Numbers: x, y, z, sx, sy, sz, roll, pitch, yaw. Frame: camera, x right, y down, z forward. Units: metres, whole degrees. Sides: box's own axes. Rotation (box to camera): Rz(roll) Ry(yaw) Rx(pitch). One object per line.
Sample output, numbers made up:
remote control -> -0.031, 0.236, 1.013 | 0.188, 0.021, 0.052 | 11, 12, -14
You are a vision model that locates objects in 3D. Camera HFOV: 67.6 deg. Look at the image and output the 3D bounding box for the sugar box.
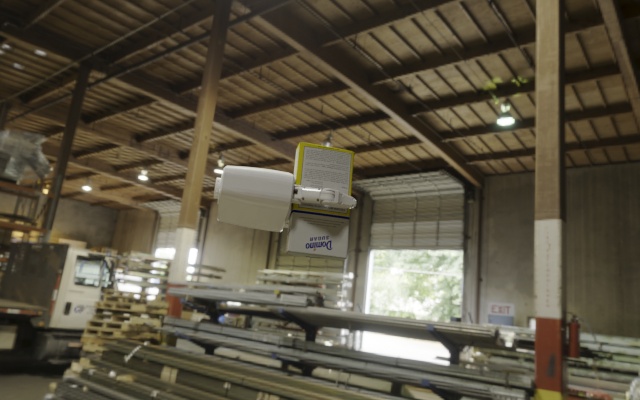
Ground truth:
sugar box -> 0.000, 0.002, 0.755 | 0.093, 0.176, 0.048 | 9, -13, -10
